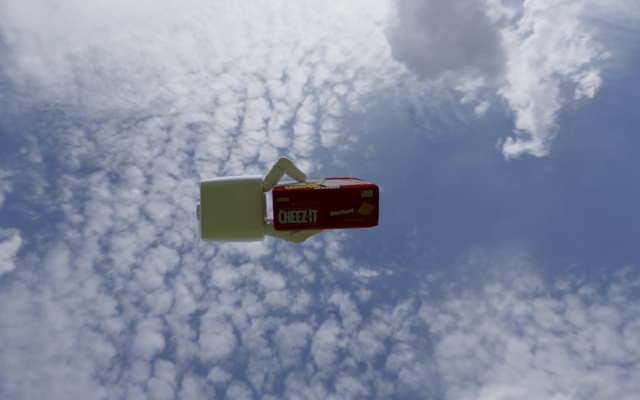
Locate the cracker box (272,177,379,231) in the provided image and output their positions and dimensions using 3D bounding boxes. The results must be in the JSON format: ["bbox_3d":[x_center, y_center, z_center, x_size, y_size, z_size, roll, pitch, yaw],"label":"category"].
[{"bbox_3d":[0.000,0.003,0.825,0.164,0.072,0.213,-3,6,-4],"label":"cracker box"}]
